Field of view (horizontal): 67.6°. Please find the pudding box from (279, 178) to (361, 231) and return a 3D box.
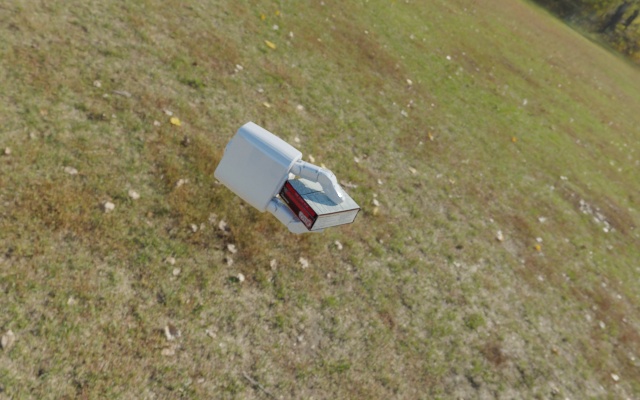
[{"bbox_3d":[0.000,0.002,0.797,0.113,0.039,0.090,-9,49,-45],"label":"pudding box"}]
